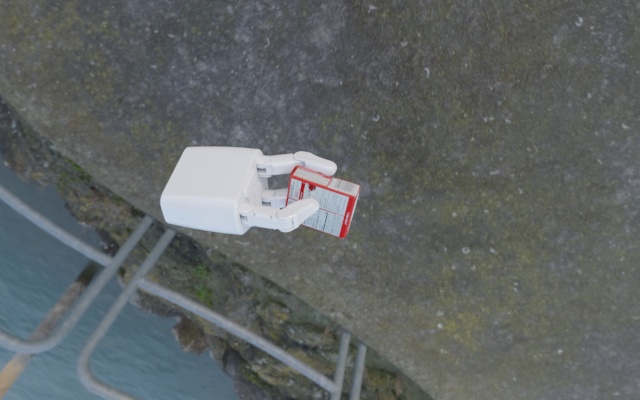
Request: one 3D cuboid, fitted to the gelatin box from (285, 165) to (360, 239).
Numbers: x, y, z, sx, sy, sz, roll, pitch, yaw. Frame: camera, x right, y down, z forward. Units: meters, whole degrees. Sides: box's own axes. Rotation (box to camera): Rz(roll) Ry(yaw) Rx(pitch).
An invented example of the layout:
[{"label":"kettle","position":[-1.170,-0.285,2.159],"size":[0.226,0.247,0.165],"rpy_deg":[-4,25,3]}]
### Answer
[{"label":"gelatin box","position":[0.000,0.002,0.617],"size":[0.089,0.073,0.030],"rpy_deg":[19,39,8]}]
